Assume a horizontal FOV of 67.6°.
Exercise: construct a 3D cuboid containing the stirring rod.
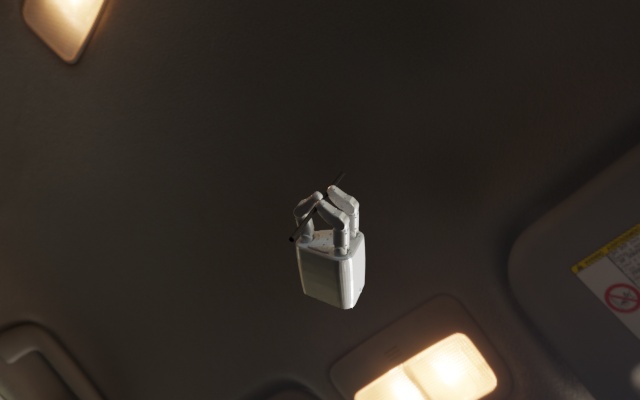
[{"bbox_3d":[0.000,0.003,0.774,0.011,0.011,0.239,0,26,22],"label":"stirring rod"}]
